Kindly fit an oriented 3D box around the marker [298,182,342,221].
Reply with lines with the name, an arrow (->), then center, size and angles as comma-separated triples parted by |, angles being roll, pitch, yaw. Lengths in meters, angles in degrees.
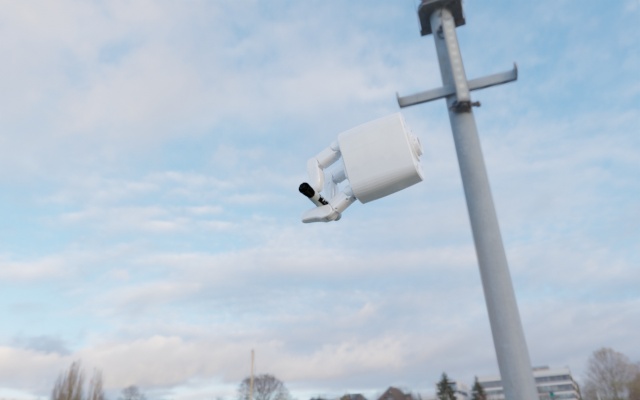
marker -> 0.000, 0.002, 0.761 | 0.020, 0.020, 0.121 | 0, -24, 30
